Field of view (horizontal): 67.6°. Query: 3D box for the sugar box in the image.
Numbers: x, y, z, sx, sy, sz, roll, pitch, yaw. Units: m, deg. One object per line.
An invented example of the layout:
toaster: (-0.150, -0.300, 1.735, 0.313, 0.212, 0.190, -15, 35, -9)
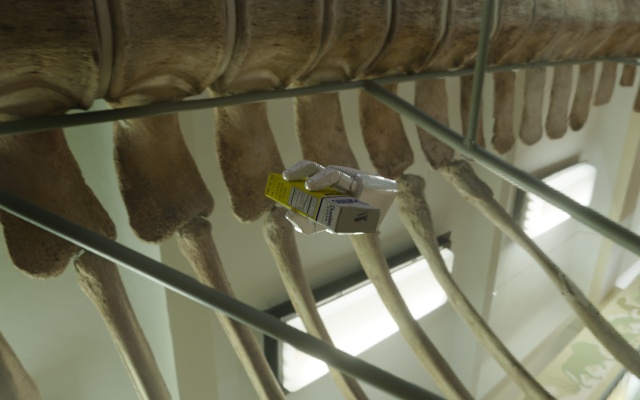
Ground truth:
sugar box: (0.000, 0.002, 0.754, 0.093, 0.048, 0.176, 4, 12, -45)
